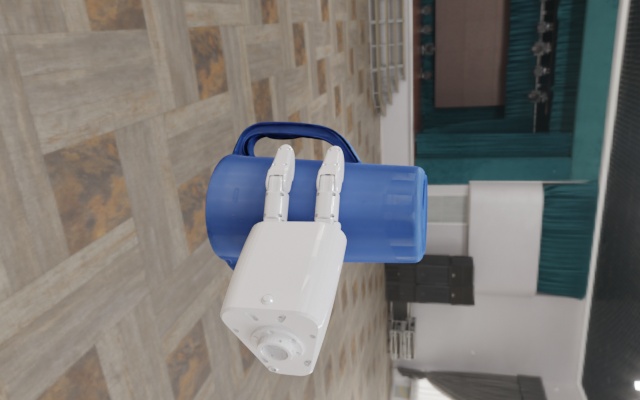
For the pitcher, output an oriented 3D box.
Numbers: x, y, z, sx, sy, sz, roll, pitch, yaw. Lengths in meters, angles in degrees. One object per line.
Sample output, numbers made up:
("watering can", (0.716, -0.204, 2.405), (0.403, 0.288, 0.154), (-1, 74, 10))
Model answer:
("pitcher", (0.000, 0.002, 0.561), (0.243, 0.149, 0.145), (1, 41, 15))
